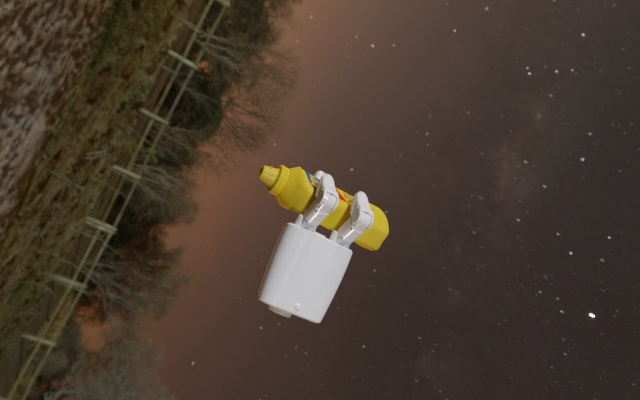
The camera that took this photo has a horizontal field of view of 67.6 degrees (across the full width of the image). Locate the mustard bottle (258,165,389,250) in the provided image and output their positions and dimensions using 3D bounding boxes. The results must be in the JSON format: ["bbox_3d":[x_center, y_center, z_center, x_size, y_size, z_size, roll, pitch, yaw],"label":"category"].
[{"bbox_3d":[0.000,0.002,0.668,0.192,0.058,0.096,27,16,-22],"label":"mustard bottle"}]
